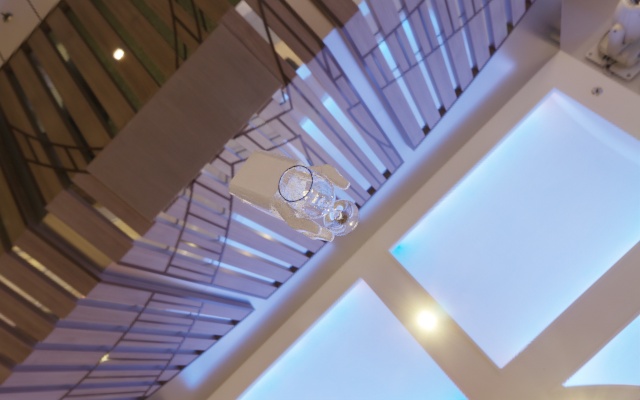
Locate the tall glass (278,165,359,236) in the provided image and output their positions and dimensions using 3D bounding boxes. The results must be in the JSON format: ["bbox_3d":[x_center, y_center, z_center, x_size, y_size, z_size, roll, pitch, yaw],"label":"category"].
[{"bbox_3d":[0.001,0.003,0.839,0.079,0.079,0.201,0,-18,25],"label":"tall glass"}]
